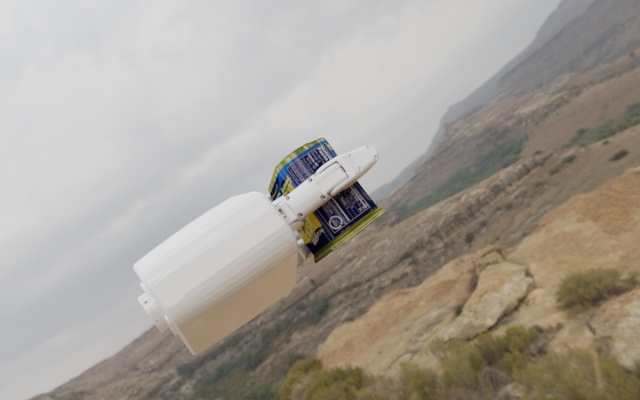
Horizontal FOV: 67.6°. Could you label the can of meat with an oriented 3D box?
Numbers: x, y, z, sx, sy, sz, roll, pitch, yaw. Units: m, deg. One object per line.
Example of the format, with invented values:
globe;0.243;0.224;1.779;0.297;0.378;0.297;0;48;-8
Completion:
can of meat;0.000;0.001;0.425;0.057;0.084;0.102;-35;-6;-19
